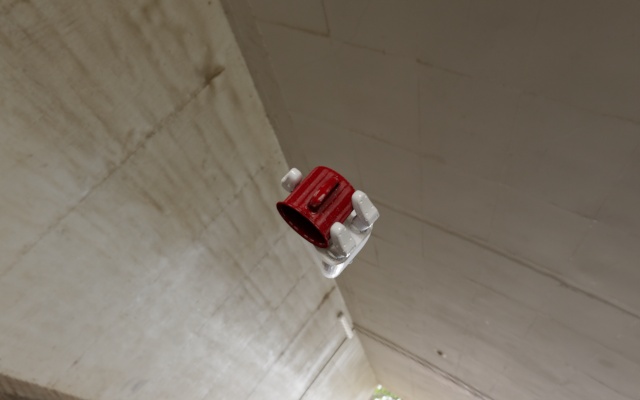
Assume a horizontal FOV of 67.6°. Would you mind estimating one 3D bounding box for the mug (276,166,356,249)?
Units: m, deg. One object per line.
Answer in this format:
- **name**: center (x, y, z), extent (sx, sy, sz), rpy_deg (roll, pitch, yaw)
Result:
- **mug**: center (0.000, 0.001, 0.655), extent (0.093, 0.081, 0.117), rpy_deg (38, -19, 10)
